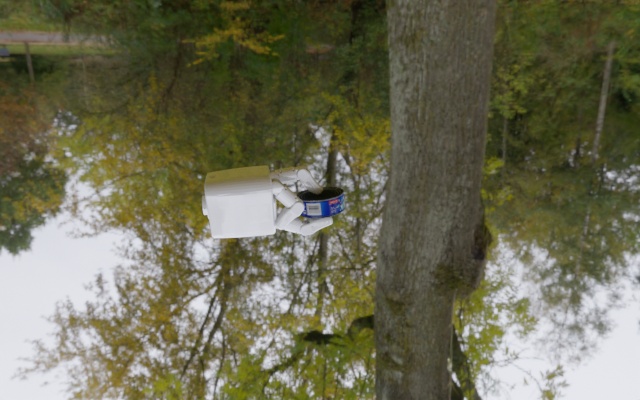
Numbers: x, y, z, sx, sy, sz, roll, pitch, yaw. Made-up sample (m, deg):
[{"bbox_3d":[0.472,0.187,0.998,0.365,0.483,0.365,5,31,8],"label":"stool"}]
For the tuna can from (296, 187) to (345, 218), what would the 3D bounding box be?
[{"bbox_3d":[0.000,0.003,0.846,0.086,0.034,0.086,-6,16,2],"label":"tuna can"}]
